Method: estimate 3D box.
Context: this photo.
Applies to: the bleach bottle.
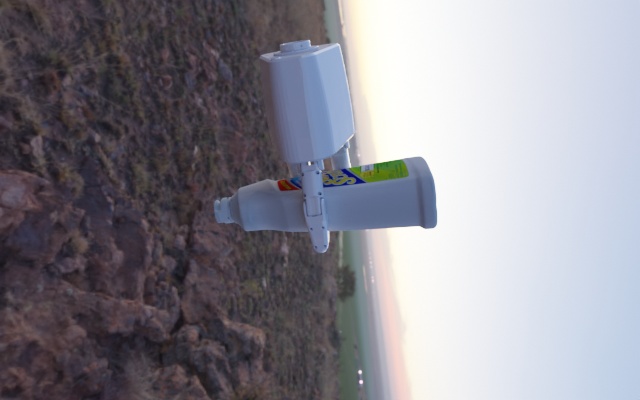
[{"bbox_3d":[0.000,0.002,0.552,0.251,0.068,0.102,-7,22,6],"label":"bleach bottle"}]
